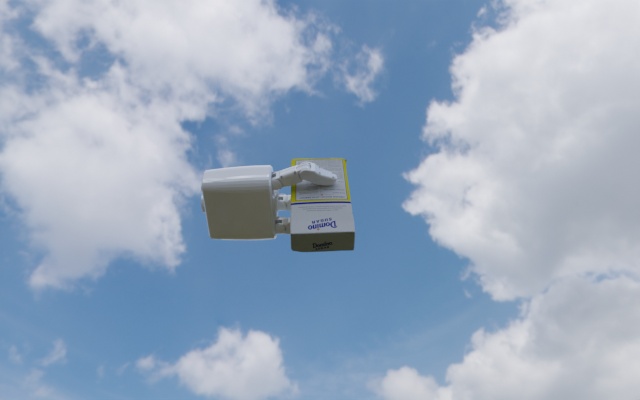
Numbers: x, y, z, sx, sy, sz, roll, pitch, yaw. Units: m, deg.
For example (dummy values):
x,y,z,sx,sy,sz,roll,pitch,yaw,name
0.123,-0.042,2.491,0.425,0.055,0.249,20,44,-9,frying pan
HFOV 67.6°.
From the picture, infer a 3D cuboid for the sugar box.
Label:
x,y,z,sx,sy,sz,roll,pitch,yaw,name
0.000,0.003,0.738,0.093,0.048,0.176,-1,44,-1,sugar box
